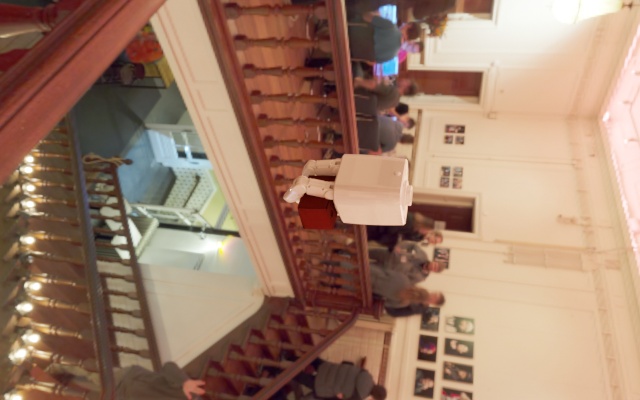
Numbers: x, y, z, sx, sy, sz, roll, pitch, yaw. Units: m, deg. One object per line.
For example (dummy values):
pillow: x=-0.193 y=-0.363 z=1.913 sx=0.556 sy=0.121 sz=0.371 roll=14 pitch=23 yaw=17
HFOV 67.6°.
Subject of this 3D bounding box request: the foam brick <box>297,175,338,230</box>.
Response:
foam brick: x=0.000 y=0.003 z=0.787 sx=0.051 sy=0.078 sz=0.053 roll=3 pitch=-41 yaw=17
